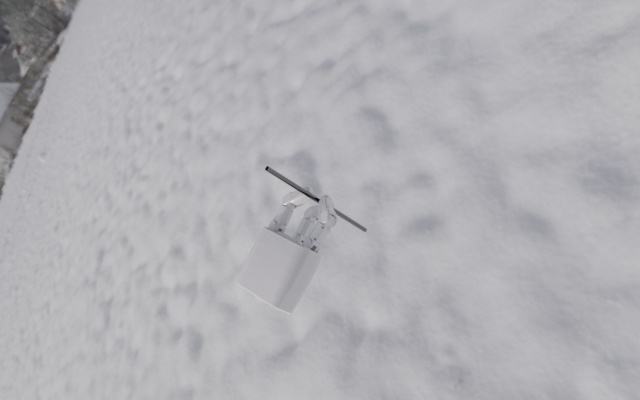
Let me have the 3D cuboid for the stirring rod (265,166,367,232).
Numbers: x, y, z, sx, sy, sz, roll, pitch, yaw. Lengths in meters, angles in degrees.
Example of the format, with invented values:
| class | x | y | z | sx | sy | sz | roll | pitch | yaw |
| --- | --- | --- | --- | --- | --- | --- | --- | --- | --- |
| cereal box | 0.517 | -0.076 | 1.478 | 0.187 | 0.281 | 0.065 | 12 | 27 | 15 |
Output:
| class | x | y | z | sx | sy | sz | roll | pitch | yaw |
| --- | --- | --- | --- | --- | --- | --- | --- | --- | --- |
| stirring rod | 0.000 | 0.003 | 0.793 | 0.240 | 0.011 | 0.011 | 32 | -21 | -37 |
